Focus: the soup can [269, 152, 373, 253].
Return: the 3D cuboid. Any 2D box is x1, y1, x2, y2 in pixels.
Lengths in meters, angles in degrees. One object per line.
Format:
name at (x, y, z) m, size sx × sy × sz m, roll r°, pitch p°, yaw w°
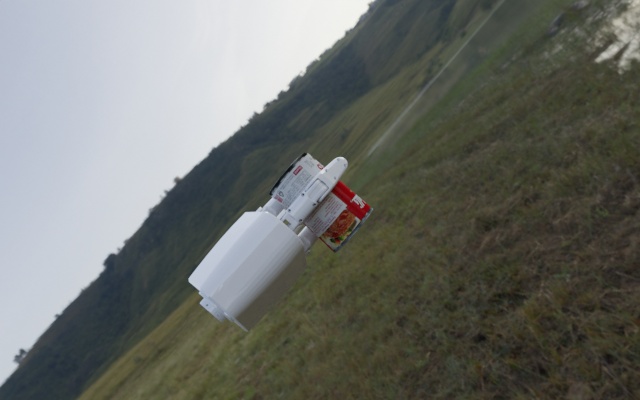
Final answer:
soup can at (0.000, 0.001, 0.550) m, size 0.102 × 0.068 × 0.068 m, roll 41°, pitch 0°, yaw 1°
